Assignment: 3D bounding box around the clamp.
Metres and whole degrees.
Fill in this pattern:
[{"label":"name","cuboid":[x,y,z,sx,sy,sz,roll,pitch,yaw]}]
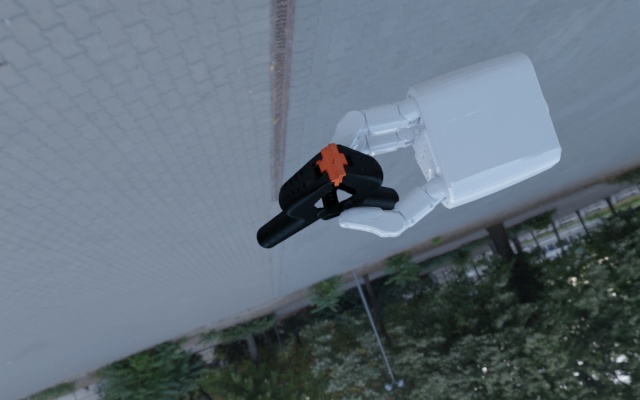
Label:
[{"label":"clamp","cuboid":[0.000,0.002,0.451,0.164,0.036,0.210,-20,-14,2]}]
